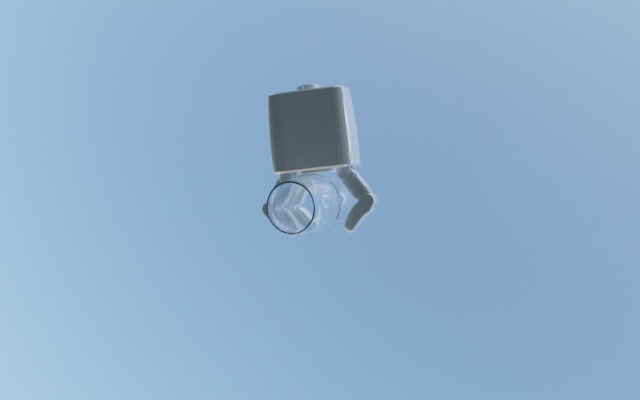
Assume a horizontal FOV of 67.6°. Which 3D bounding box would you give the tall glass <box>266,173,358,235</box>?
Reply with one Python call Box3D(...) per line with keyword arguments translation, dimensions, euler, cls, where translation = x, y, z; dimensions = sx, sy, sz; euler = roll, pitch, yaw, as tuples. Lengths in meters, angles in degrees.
Box3D(translation=(0.000, 0.002, 0.639), dimensions=(0.079, 0.079, 0.201), euler=(0, 4, 21), cls="tall glass")
